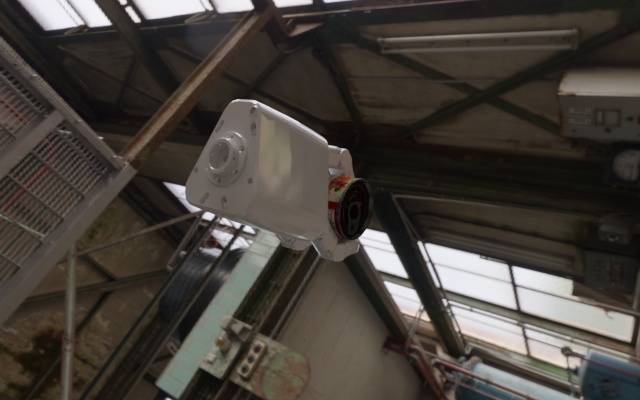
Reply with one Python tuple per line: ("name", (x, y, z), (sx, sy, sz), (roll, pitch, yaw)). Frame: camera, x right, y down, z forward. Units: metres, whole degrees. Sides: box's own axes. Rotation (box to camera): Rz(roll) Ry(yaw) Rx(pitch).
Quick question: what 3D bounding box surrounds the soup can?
("soup can", (0.000, 0.002, 0.545), (0.102, 0.068, 0.068), (12, 7, 36))
